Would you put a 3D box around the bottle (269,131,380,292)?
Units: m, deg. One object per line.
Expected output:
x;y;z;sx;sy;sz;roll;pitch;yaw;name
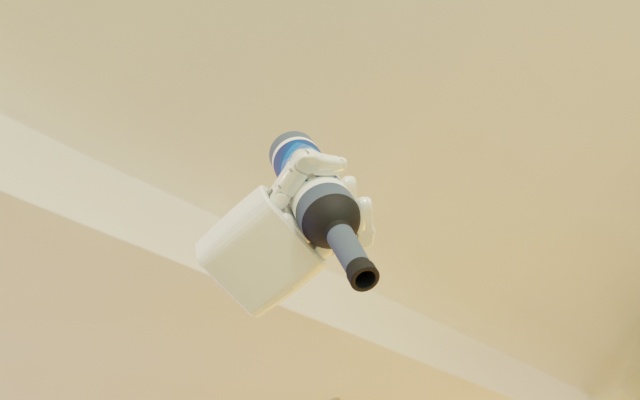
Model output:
0.000;0.002;0.539;0.069;0.069;0.295;0;27;-17;bottle
